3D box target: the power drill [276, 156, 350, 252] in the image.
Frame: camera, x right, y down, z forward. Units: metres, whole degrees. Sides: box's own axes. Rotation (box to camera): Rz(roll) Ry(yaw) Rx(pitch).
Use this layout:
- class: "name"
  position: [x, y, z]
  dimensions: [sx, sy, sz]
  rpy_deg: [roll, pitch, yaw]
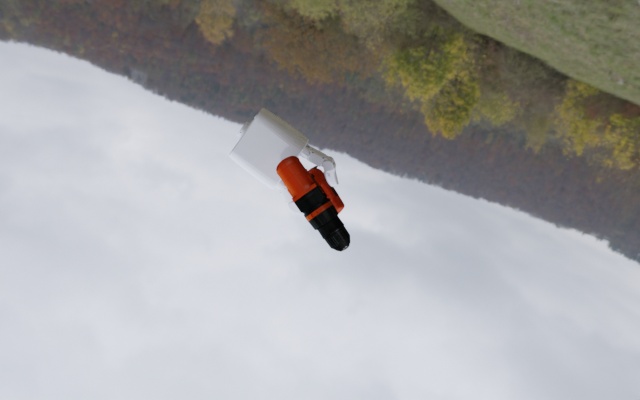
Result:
- class: "power drill"
  position: [0.000, 0.003, 0.874]
  dimensions: [0.057, 0.184, 0.187]
  rpy_deg: [-33, -2, 7]
